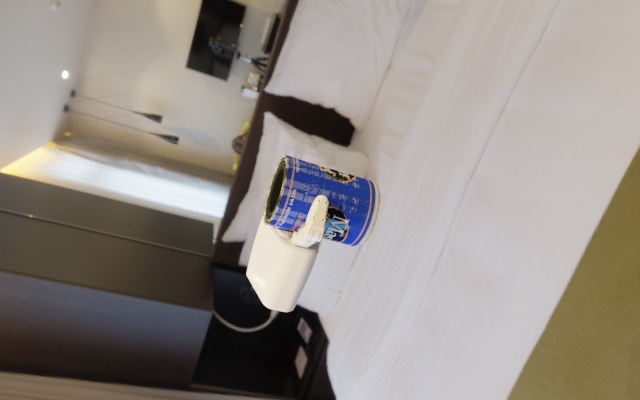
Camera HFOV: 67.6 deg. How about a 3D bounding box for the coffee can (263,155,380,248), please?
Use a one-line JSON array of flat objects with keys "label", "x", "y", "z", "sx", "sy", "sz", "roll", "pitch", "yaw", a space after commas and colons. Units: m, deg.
[{"label": "coffee can", "x": 0.000, "y": 0.002, "z": 0.687, "sx": 0.140, "sy": 0.103, "sz": 0.103, "roll": 15, "pitch": -4, "yaw": -16}]
